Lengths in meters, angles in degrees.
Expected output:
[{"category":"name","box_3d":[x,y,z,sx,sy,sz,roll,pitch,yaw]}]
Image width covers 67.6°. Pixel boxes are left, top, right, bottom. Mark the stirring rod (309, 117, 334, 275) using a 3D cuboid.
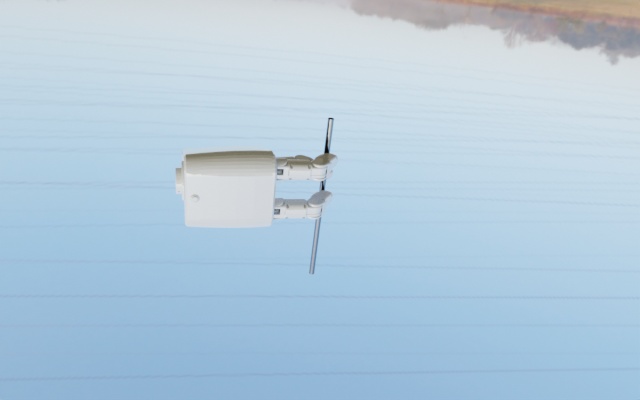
[{"category":"stirring rod","box_3d":[0.000,0.002,0.662,0.011,0.240,0.011,6,27,-3]}]
